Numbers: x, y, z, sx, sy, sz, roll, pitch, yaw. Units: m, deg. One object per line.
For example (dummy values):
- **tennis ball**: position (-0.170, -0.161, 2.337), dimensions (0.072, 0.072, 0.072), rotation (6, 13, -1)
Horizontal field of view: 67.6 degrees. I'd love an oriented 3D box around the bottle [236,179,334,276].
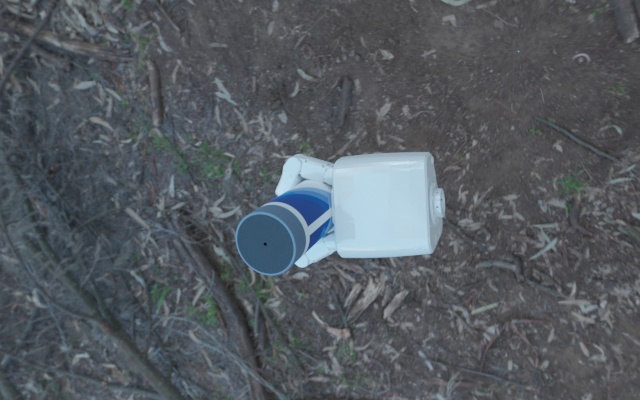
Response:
- **bottle**: position (0.000, 0.002, 0.593), dimensions (0.069, 0.069, 0.295), rotation (0, 16, 23)
